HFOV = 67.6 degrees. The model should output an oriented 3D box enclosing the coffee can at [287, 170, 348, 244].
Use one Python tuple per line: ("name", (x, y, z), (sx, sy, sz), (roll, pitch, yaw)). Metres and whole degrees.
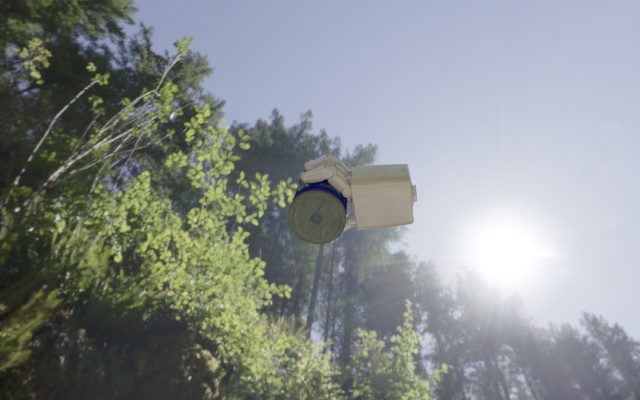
("coffee can", (0.000, 0.003, 0.888), (0.103, 0.103, 0.140), (0, 25, 6))
